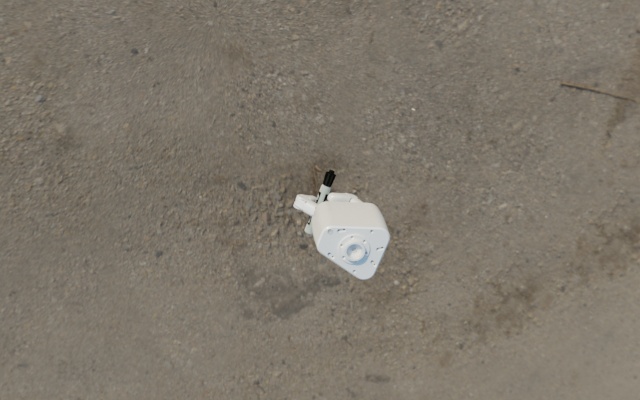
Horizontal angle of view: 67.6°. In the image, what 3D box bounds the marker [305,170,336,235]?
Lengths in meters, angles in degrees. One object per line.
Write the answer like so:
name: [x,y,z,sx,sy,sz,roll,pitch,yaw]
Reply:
marker: [0.000,0.003,0.839,0.020,0.121,0.020,19,17,-6]
